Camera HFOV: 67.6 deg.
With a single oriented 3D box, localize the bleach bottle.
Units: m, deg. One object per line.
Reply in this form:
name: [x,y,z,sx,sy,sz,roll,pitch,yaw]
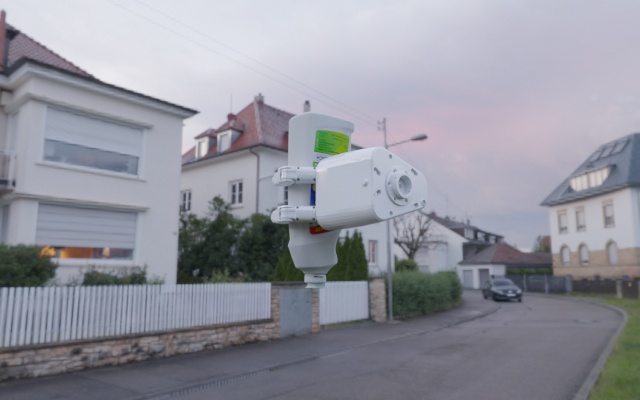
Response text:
bleach bottle: [0.000,0.002,0.709,0.102,0.251,0.068,7,-10,-38]
